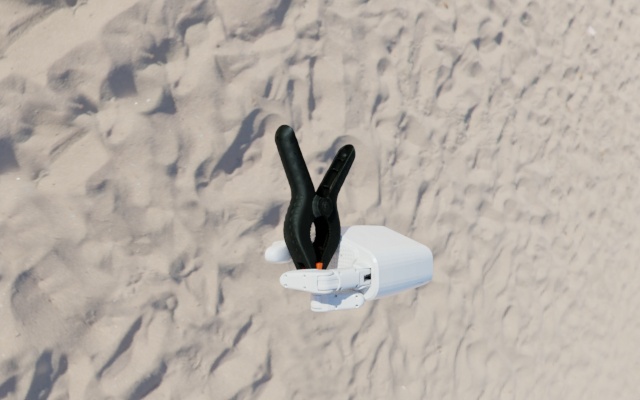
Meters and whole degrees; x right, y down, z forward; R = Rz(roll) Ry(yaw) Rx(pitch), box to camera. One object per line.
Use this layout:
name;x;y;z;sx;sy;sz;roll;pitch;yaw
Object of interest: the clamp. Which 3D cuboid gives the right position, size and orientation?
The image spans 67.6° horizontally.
clamp;0.000;0.002;0.550;0.120;0.171;0.039;-3;2;-39
